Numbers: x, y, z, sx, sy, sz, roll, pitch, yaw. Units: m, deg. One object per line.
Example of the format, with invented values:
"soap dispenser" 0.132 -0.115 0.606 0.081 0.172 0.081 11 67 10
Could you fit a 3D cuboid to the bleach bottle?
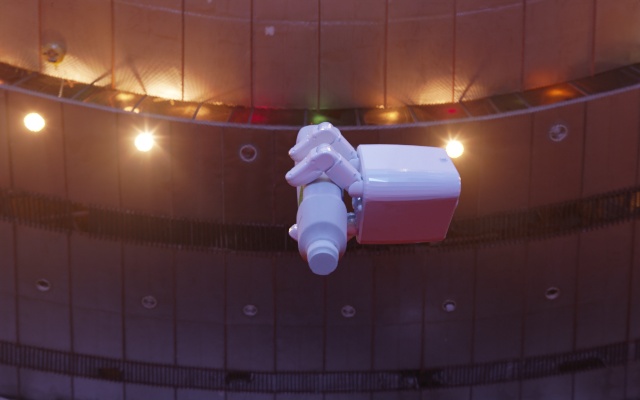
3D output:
"bleach bottle" 0.000 0.002 0.571 0.068 0.103 0.250 0 32 -1
